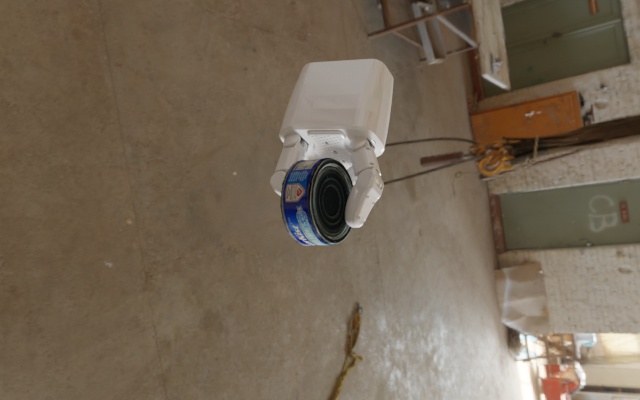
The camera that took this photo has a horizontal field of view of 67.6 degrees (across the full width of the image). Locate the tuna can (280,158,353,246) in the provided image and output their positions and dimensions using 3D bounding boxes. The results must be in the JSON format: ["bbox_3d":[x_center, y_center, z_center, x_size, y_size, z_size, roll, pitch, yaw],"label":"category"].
[{"bbox_3d":[0.001,0.002,0.466,0.034,0.086,0.086,-3,-2,34],"label":"tuna can"}]
